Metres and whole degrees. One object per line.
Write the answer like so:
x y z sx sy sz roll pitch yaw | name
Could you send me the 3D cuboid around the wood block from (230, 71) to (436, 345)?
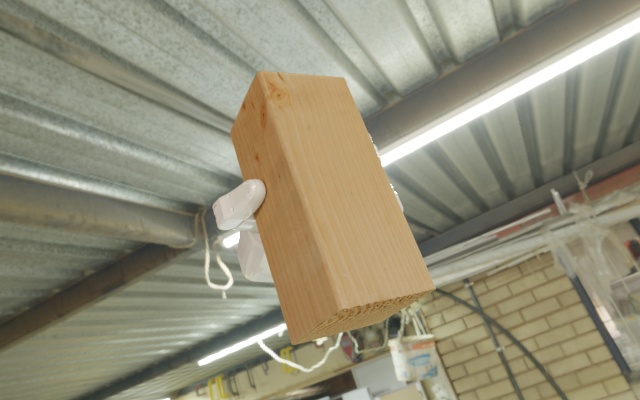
0.000 0.001 0.405 0.091 0.206 0.090 -5 -27 -31 | wood block
